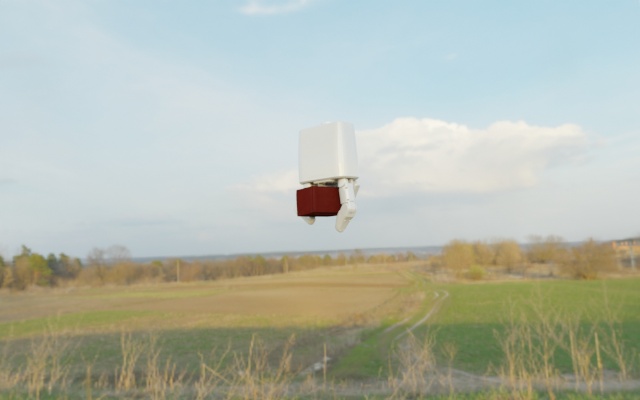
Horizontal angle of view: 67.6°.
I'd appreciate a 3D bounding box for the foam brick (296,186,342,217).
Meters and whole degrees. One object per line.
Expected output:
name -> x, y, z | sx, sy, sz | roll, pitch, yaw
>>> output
foam brick -> 0.000, 0.003, 0.885 | 0.078, 0.051, 0.053 | 2, -8, -39
